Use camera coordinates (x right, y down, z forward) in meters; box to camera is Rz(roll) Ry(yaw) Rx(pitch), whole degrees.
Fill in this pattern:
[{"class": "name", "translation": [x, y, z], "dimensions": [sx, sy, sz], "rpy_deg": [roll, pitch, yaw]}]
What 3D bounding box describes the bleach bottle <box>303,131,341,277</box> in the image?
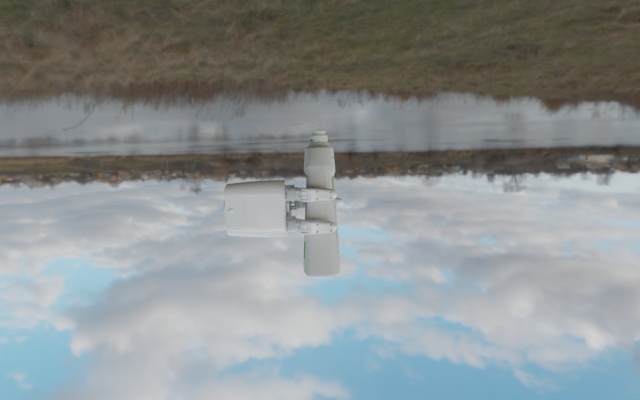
[{"class": "bleach bottle", "translation": [0.000, 0.003, 0.850], "dimensions": [0.068, 0.251, 0.102], "rpy_deg": [-1, 7, 1]}]
